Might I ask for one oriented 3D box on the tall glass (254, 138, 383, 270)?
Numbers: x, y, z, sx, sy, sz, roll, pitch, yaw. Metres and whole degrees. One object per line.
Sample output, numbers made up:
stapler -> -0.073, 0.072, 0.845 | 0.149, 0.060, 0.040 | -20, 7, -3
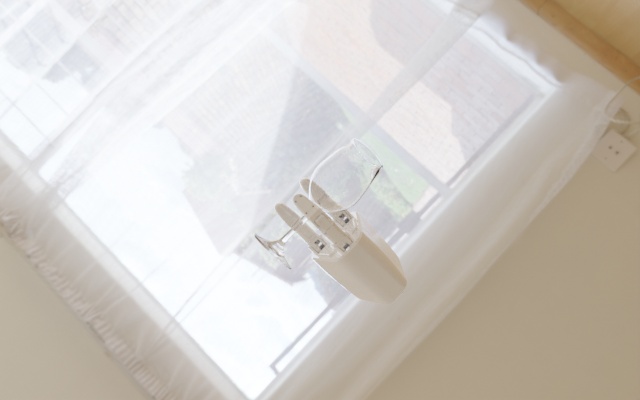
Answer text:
tall glass -> 0.000, 0.003, 0.690 | 0.079, 0.201, 0.079 | 43, -3, 3
